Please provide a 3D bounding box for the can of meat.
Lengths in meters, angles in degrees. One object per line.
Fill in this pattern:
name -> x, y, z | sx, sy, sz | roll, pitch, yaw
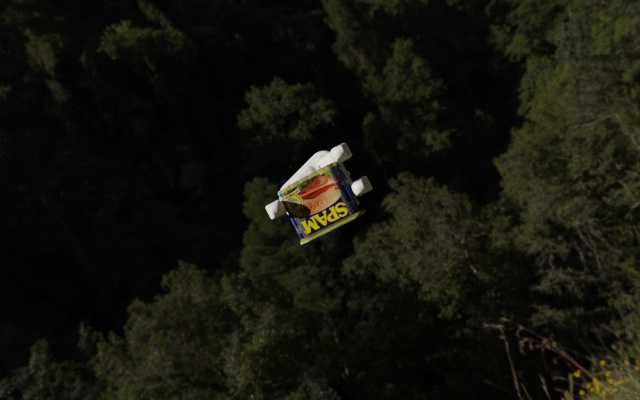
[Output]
can of meat -> 0.000, 0.002, 0.685 | 0.102, 0.084, 0.057 | -27, 1, 13
